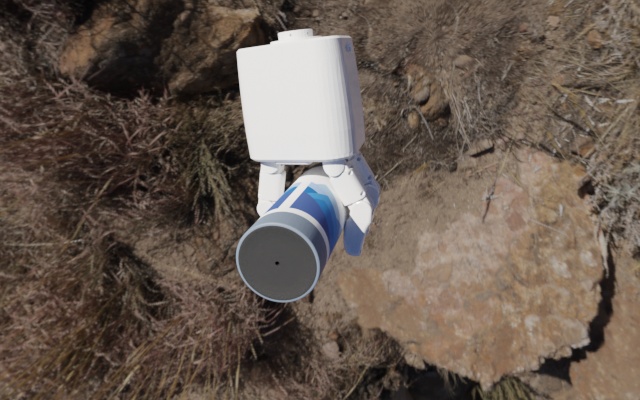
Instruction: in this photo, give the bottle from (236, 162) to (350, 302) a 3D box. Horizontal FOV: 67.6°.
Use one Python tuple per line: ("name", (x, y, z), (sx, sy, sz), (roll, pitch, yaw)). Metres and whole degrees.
("bottle", (0.000, 0.002, 0.493), (0.069, 0.069, 0.295), (0, 18, 14))
